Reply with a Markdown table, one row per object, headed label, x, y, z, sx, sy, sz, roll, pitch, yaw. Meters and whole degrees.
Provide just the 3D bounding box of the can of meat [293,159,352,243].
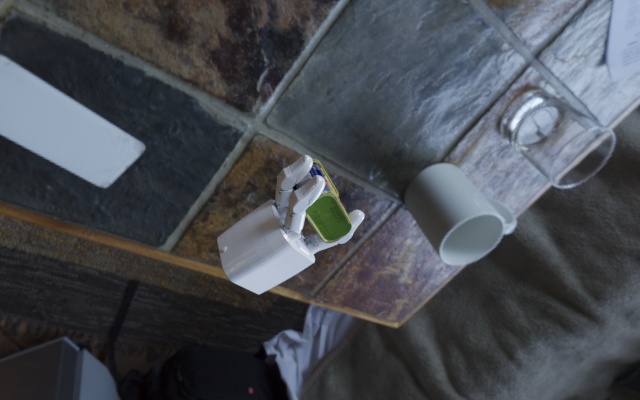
| label | x | y | z | sx | sy | sz | roll | pitch | yaw |
| --- | --- | --- | --- | --- | --- | --- | --- | --- | --- |
| can of meat | 0.000 | 0.003 | 0.708 | 0.057 | 0.102 | 0.084 | -29 | 41 | 4 |
